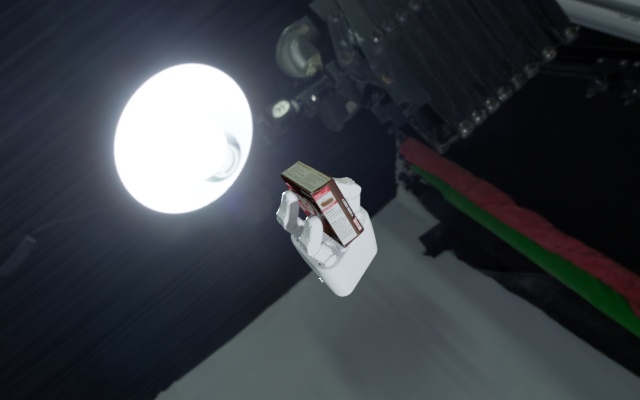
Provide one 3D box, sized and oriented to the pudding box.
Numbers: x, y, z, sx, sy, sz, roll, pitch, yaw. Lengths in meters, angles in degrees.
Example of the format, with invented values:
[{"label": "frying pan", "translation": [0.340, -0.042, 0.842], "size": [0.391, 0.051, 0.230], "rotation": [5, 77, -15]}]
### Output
[{"label": "pudding box", "translation": [0.000, 0.002, 0.620], "size": [0.039, 0.090, 0.113], "rotation": [-39, 27, -12]}]
